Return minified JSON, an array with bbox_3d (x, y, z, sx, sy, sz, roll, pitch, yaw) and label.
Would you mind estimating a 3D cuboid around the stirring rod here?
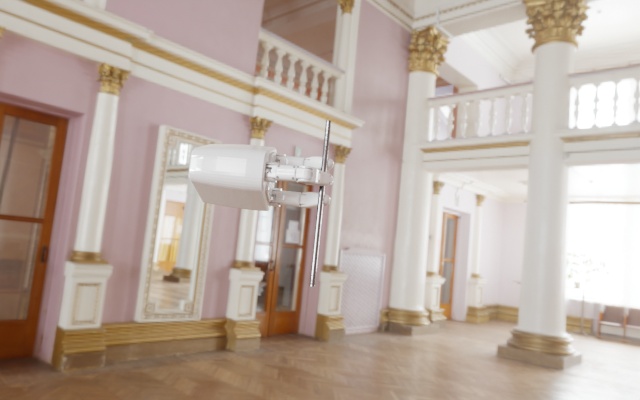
[{"bbox_3d":[0.000,0.002,0.688,0.011,0.239,0.011,6,-6,1],"label":"stirring rod"}]
